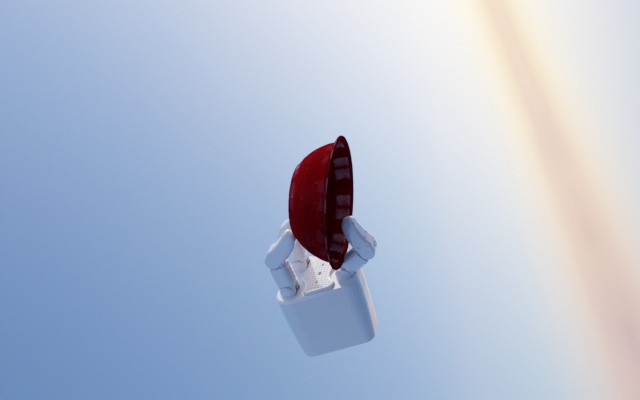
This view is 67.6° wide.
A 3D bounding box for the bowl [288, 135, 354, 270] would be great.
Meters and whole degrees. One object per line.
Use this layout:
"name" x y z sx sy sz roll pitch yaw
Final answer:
"bowl" 0.000 0.001 0.579 0.055 0.162 0.162 3 1 14
